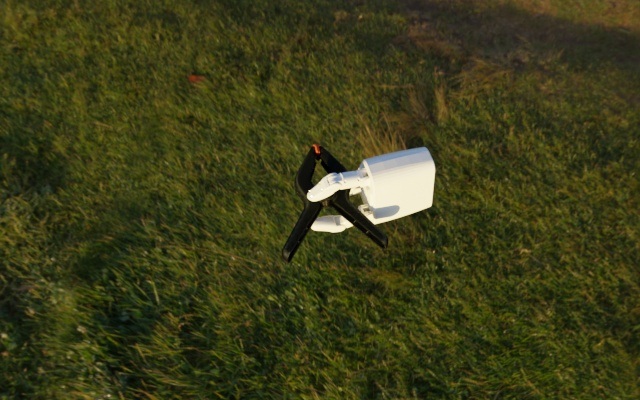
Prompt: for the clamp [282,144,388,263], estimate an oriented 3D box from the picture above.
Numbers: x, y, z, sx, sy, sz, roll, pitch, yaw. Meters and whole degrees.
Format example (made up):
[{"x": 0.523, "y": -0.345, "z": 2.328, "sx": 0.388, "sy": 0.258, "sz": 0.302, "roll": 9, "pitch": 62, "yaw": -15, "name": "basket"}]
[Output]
[{"x": 0.000, "y": 0.002, "z": 0.769, "sx": 0.164, "sy": 0.210, "sz": 0.036, "roll": -13, "pitch": -28, "yaw": -10, "name": "clamp"}]
